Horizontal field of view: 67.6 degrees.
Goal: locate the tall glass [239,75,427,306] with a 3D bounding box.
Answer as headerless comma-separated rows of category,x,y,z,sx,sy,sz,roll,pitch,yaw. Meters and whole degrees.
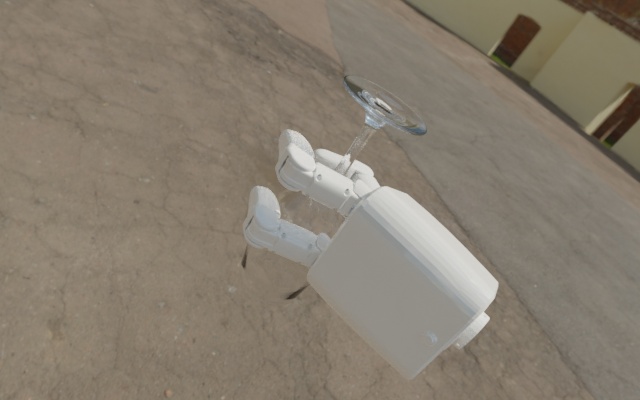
tall glass,0.000,0.001,0.402,0.079,0.201,0.079,26,29,-15
